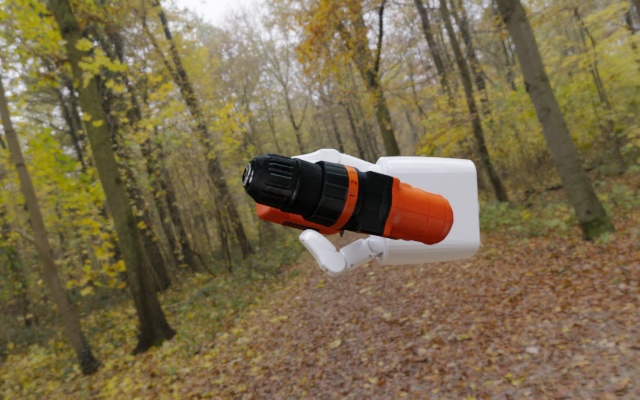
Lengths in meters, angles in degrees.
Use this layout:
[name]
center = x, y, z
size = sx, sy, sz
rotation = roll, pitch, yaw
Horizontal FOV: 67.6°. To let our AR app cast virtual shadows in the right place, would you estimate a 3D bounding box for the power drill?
[power drill]
center = 0.000, 0.001, 0.449
size = 0.184, 0.057, 0.187
rotation = 15, -5, -22
